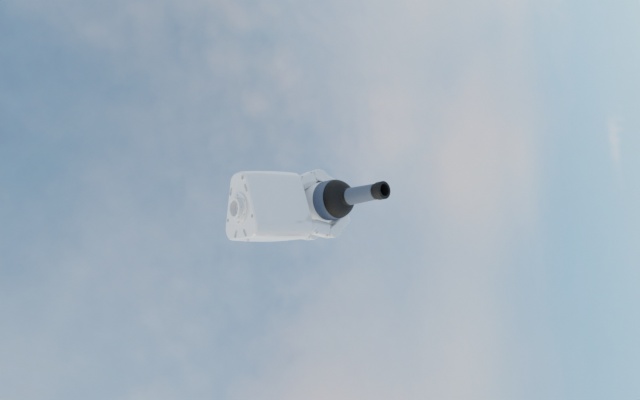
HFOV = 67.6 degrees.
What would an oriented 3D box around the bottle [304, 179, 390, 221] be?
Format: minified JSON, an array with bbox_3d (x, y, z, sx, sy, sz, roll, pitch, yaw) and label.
[{"bbox_3d":[0.000,0.003,0.821,0.069,0.069,0.296,0,-7,-41],"label":"bottle"}]
